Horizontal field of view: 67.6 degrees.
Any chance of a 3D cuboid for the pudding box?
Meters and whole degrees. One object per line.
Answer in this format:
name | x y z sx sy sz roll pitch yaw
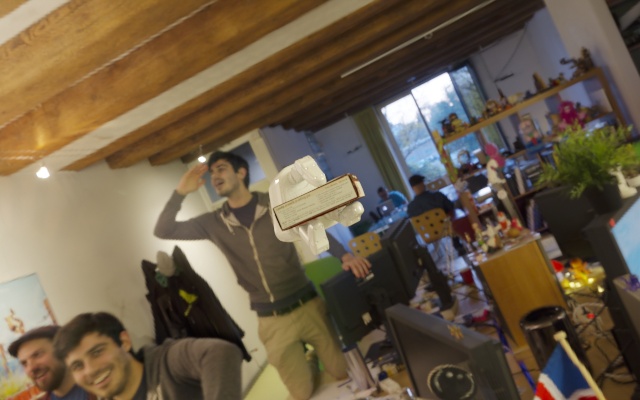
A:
pudding box | 0.000 0.002 0.644 0.113 0.039 0.090 -26 -2 9
